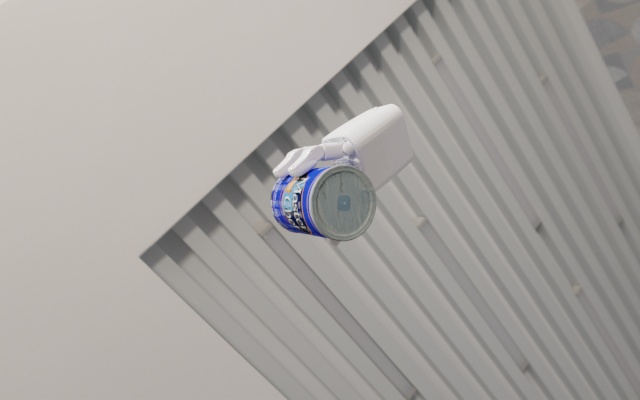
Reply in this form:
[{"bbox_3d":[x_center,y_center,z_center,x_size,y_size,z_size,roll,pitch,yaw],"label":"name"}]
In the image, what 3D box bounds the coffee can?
[{"bbox_3d":[0.000,0.002,0.698,0.103,0.103,0.140,0,1,-28],"label":"coffee can"}]
